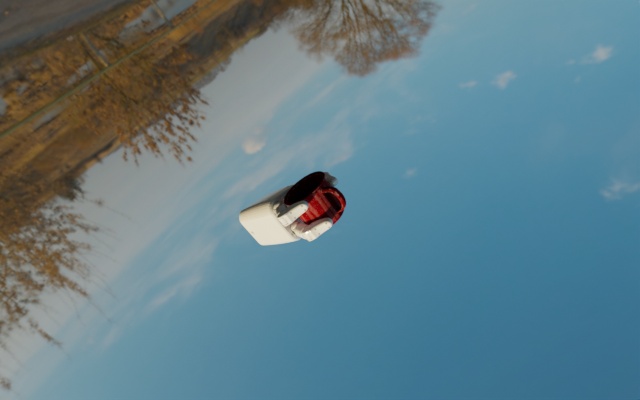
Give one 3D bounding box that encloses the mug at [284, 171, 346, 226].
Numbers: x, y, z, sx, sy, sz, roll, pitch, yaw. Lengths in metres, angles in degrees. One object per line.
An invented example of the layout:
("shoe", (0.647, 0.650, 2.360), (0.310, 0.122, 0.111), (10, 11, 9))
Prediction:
("mug", (0.001, 0.003, 0.893), (0.117, 0.081, 0.093), (-14, 33, 43))
